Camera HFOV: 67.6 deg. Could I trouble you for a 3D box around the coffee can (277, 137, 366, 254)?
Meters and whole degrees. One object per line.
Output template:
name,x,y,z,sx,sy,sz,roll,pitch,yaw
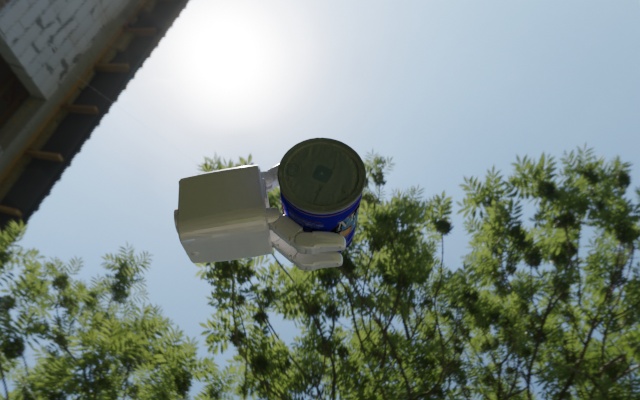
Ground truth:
coffee can,0.000,0.002,0.610,0.103,0.102,0.140,0,-29,-2
